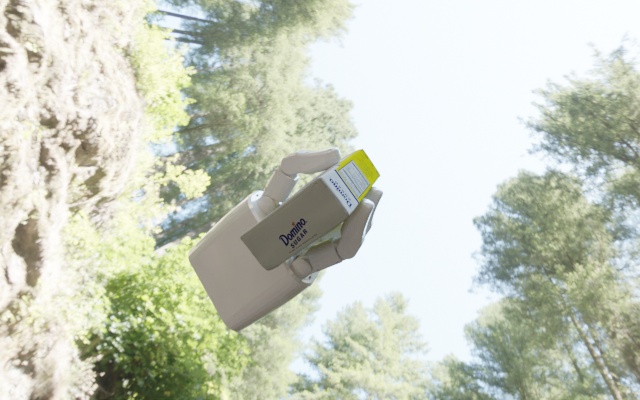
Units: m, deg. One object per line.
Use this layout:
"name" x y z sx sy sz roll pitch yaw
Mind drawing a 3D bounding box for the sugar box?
"sugar box" 0.000 0.002 0.465 0.093 0.048 0.176 -36 5 21
